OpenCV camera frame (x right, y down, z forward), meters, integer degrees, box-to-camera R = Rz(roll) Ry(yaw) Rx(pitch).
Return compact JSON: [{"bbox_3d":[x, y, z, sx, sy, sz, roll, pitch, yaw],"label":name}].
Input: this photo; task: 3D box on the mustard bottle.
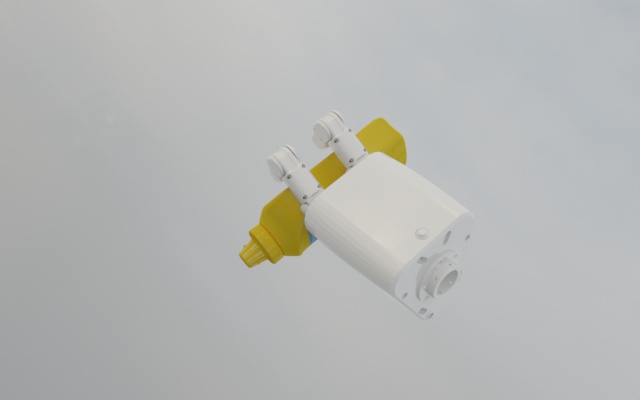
[{"bbox_3d":[0.000,0.001,0.479,0.191,0.058,0.096,-39,-17,-15],"label":"mustard bottle"}]
